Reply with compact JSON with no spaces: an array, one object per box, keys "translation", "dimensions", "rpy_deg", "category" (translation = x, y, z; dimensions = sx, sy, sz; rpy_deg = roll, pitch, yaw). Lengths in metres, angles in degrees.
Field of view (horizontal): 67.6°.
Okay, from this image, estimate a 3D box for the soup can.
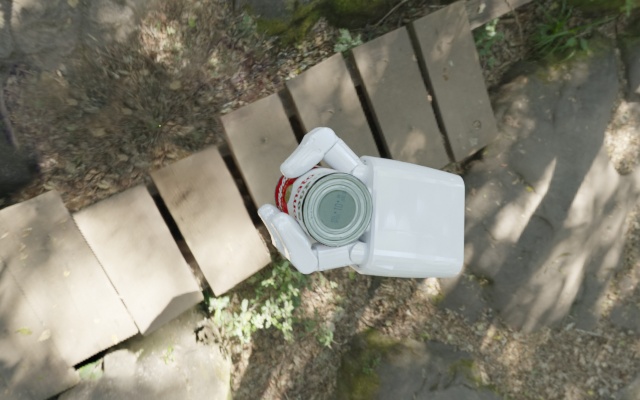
[{"translation":[0.000,0.001,0.459],"dimensions":[0.068,0.068,0.102],"rpy_deg":[0,8,-19],"category":"soup can"}]
